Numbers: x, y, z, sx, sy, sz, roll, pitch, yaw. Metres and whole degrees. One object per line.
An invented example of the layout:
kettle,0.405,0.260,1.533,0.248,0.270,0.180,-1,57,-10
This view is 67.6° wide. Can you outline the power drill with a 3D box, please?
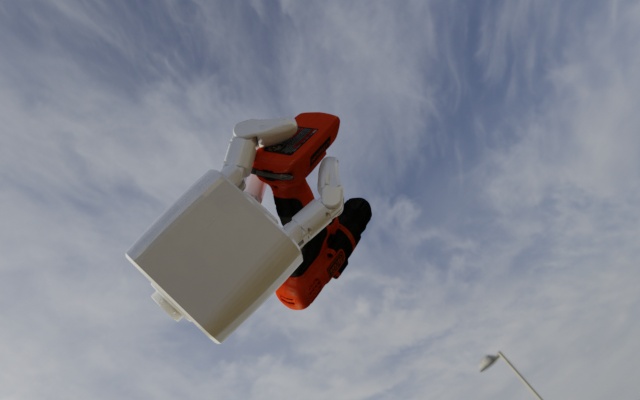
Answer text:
power drill,0.000,0.002,0.532,0.057,0.188,0.184,9,40,30
